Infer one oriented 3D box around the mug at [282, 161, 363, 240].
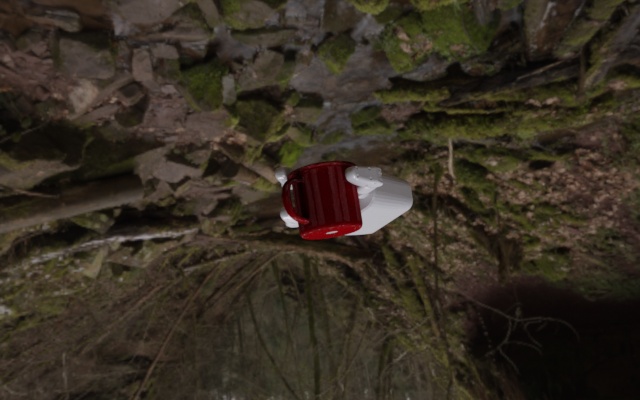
[{"bbox_3d":[-0.001,0.002,0.603,0.093,0.081,0.117,-21,-18,41],"label":"mug"}]
